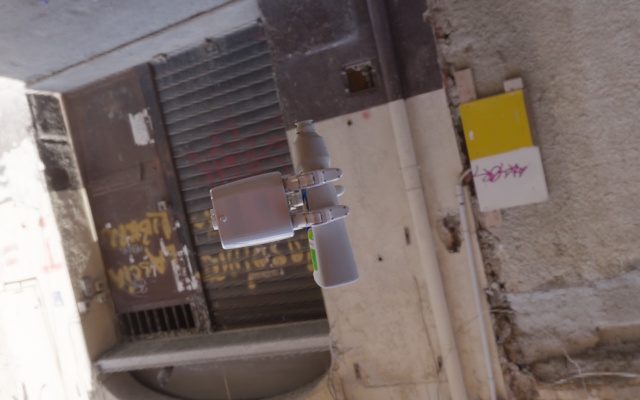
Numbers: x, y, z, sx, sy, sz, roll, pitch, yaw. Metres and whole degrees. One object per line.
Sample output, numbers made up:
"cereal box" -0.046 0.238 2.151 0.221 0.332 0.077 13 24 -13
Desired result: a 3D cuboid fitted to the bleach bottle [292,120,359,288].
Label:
"bleach bottle" 0.000 0.002 0.741 0.068 0.251 0.102 -13 3 -7
